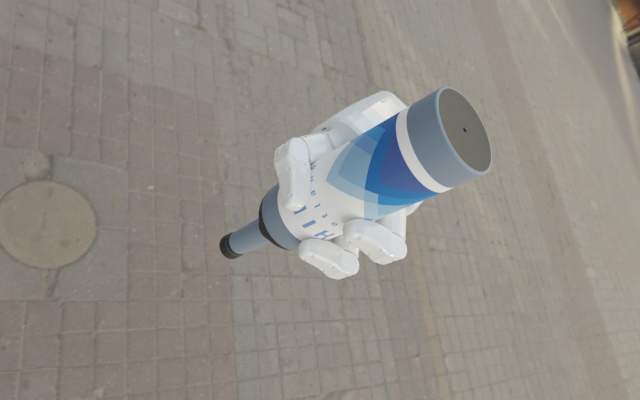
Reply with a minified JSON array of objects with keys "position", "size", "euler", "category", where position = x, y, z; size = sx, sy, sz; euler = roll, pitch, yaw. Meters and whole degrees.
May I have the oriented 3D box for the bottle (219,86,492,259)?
[{"position":[0.000,0.001,0.421],"size":[0.069,0.069,0.296],"euler":[0,-20,-45],"category":"bottle"}]
